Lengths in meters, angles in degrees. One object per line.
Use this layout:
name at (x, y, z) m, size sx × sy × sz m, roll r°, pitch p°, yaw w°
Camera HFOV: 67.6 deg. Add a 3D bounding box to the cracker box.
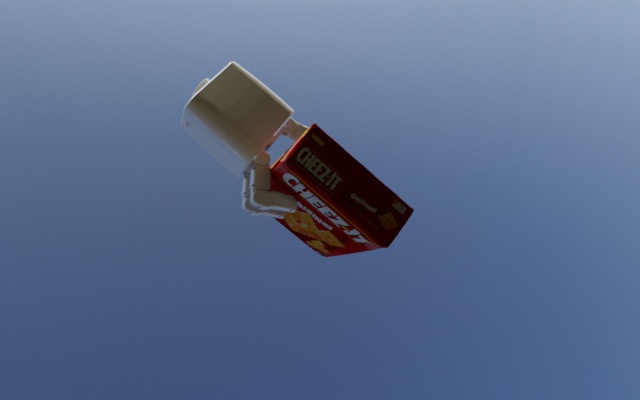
cracker box at (0.000, 0.002, 0.655) m, size 0.164 × 0.072 × 0.214 m, roll 40°, pitch -20°, yaw -9°
